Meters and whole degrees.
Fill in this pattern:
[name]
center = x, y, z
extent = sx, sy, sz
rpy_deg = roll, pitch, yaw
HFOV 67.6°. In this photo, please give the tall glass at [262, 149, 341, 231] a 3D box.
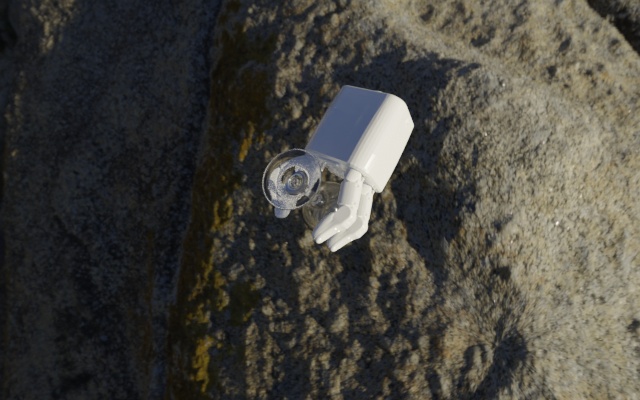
[tall glass]
center = 0.000, 0.002, 0.636
extent = 0.079, 0.079, 0.201
rpy_deg = 0, -16, 20
